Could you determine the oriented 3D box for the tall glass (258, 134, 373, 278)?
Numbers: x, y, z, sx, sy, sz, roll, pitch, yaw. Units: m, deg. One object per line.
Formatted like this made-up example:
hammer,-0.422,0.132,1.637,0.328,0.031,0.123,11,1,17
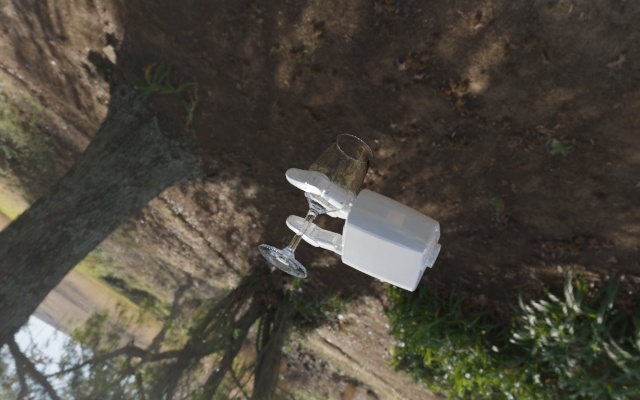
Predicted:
tall glass,0.000,0.003,0.655,0.079,0.201,0.079,26,-23,12
